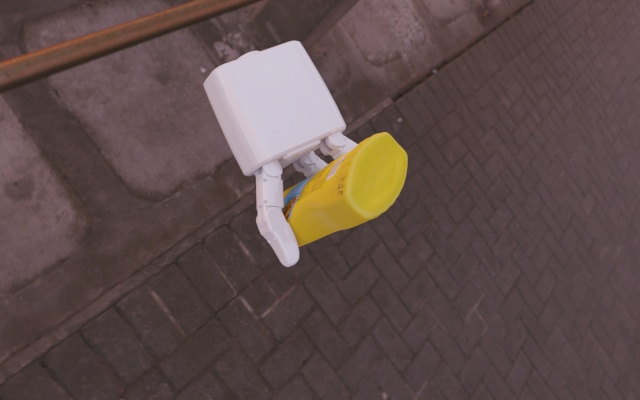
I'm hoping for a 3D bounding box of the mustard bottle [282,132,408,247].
[{"bbox_3d":[0.000,0.002,0.496,0.058,0.096,0.192,43,-36,-15],"label":"mustard bottle"}]
